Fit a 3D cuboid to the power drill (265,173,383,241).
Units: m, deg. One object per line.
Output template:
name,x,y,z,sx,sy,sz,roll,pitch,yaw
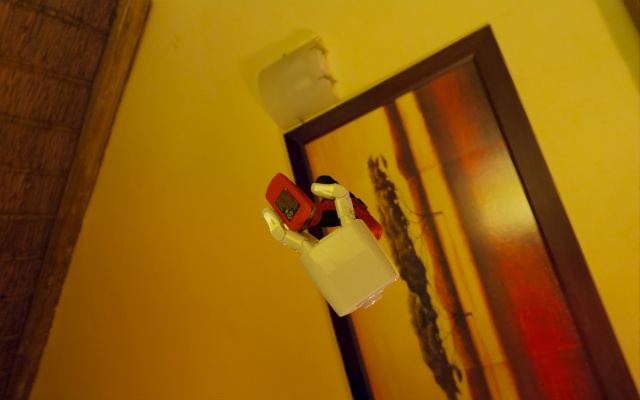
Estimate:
power drill,0.000,0.003,0.824,0.188,0.057,0.184,9,28,-44
